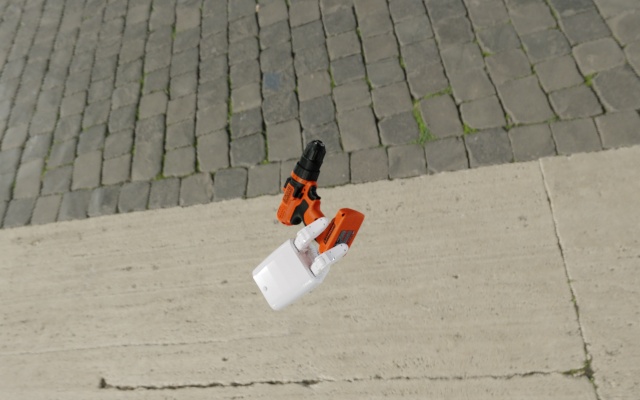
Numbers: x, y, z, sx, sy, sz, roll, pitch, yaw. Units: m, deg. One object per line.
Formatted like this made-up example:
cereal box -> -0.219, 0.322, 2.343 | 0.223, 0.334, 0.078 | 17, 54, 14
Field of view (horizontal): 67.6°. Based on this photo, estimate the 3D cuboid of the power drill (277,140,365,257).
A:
power drill -> 0.000, 0.003, 0.886 | 0.057, 0.184, 0.187 | 2, 31, -39
